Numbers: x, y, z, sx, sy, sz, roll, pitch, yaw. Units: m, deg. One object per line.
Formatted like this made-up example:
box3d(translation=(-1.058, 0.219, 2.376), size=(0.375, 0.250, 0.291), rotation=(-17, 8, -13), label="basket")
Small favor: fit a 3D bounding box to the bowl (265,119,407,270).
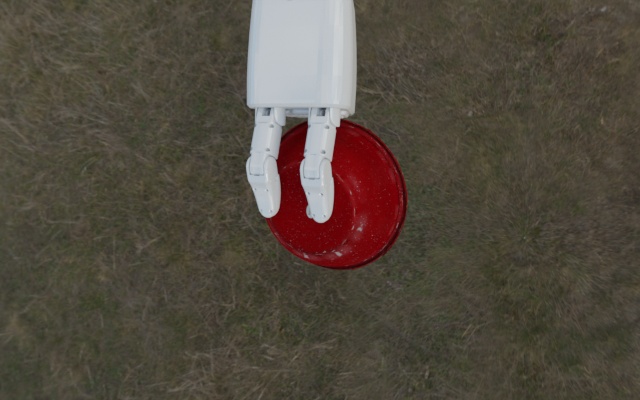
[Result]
box3d(translation=(0.000, 0.003, 0.471), size=(0.162, 0.162, 0.055), rotation=(0, 14, 25), label="bowl")
